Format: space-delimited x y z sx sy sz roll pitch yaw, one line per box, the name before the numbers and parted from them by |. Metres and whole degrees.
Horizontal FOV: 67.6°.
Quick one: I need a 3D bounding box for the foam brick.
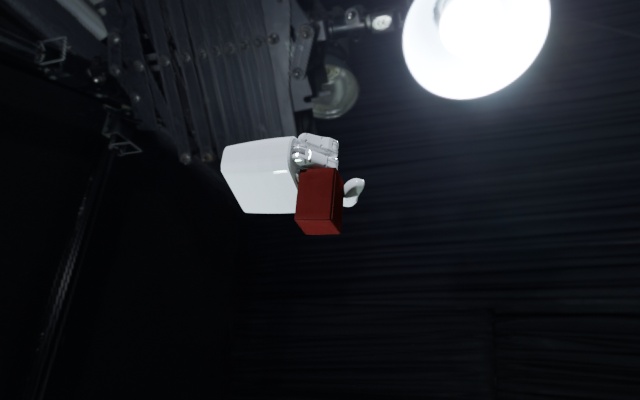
foam brick | 0.000 0.002 0.643 0.051 0.078 0.053 -3 -27 16
